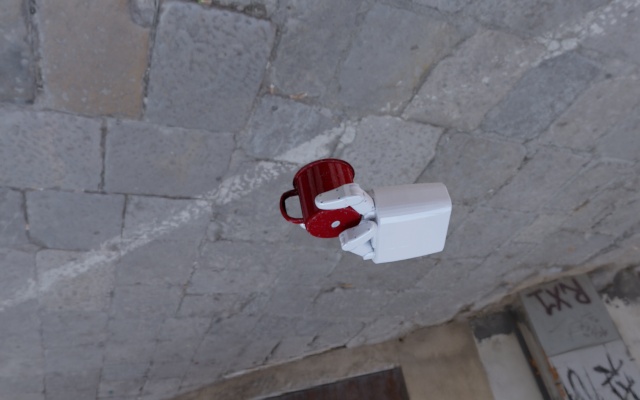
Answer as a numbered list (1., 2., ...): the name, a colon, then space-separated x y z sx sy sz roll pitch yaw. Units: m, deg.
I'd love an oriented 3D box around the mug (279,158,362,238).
1. mug: -0.001 0.003 0.678 0.117 0.081 0.093 -9 -34 -5
